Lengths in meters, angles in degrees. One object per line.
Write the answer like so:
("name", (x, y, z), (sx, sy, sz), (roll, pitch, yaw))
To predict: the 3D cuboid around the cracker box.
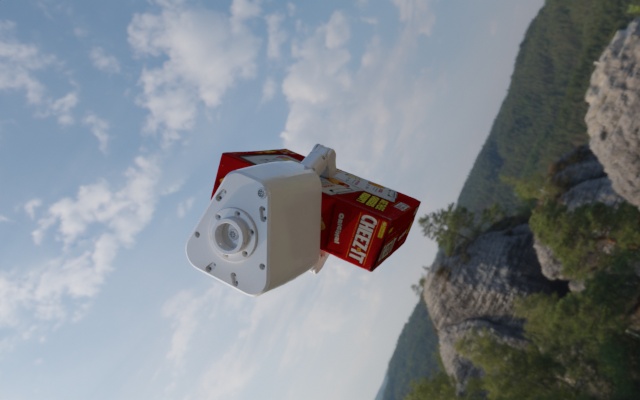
("cracker box", (0.000, 0.002, 0.596), (0.213, 0.072, 0.164), (23, 15, 19))
